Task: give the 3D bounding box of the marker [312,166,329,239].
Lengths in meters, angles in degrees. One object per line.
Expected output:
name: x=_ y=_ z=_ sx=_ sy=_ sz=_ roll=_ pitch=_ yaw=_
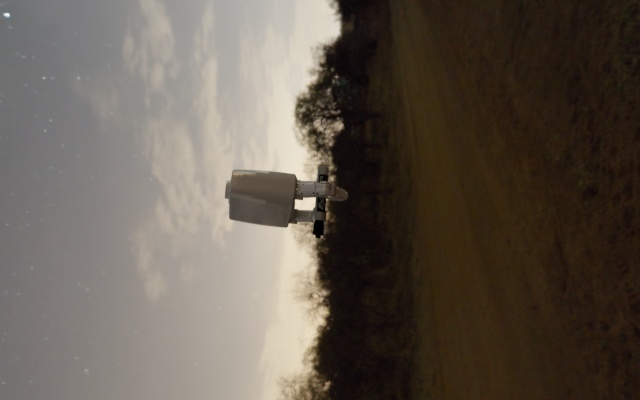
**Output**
marker: x=0.000 y=0.003 z=0.785 sx=0.020 sy=0.121 sz=0.020 roll=4 pitch=-16 yaw=1
